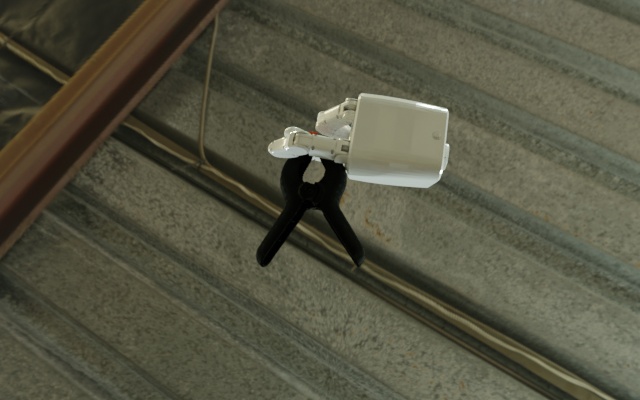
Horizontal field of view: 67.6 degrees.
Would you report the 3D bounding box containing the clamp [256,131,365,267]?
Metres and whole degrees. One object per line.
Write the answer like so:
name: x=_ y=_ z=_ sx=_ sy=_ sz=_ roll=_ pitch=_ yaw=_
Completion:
clamp: x=0.000 y=0.002 z=0.553 sx=0.120 sy=0.171 sz=0.039 roll=9 pitch=-20 yaw=5
